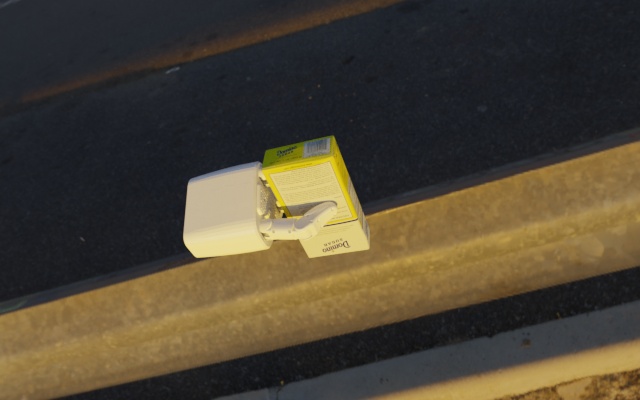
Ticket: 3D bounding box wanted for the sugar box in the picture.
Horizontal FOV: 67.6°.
[{"bbox_3d":[0.000,0.002,0.630,0.093,0.048,0.176,-10,-44,15],"label":"sugar box"}]
